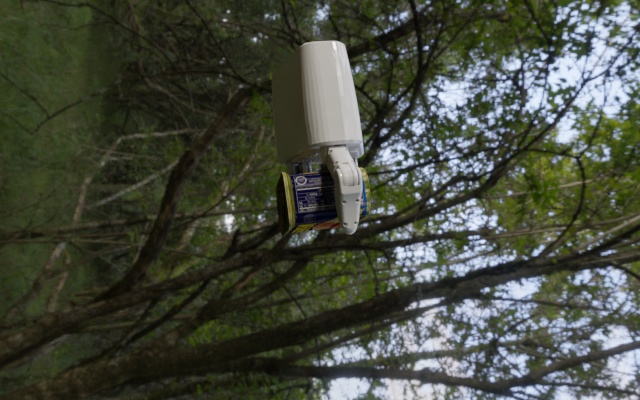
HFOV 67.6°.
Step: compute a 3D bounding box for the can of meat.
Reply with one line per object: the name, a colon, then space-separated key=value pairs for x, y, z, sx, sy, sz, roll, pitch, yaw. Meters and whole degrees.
can of meat: x=0.000 y=0.002 z=0.504 sx=0.084 sy=0.057 sz=0.102 roll=-6 pitch=-9 yaw=-11
